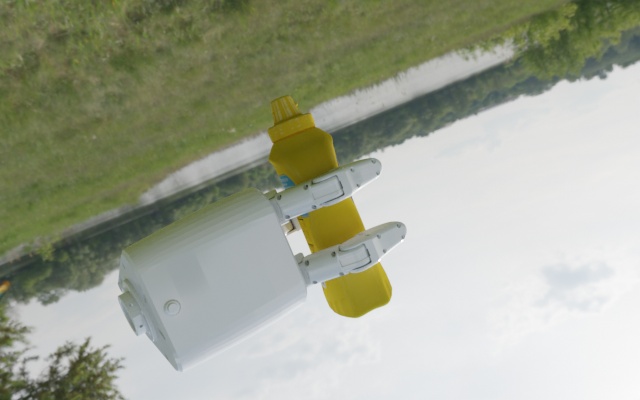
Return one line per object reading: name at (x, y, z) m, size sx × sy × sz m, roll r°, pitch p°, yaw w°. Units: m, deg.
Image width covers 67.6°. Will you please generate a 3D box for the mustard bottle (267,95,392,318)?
mustard bottle at (0.000, 0.001, 0.419) m, size 0.058 × 0.191 × 0.096 m, roll -23°, pitch 7°, yaw -6°
